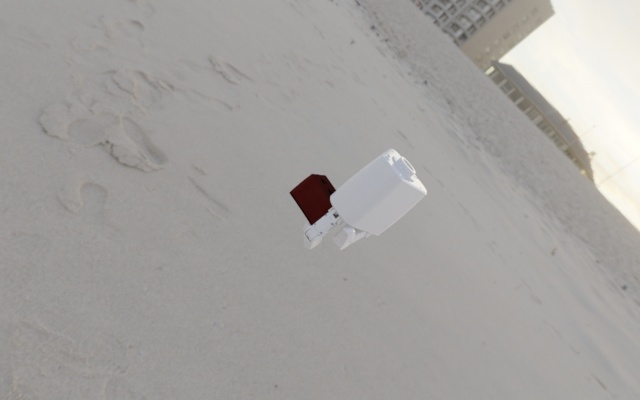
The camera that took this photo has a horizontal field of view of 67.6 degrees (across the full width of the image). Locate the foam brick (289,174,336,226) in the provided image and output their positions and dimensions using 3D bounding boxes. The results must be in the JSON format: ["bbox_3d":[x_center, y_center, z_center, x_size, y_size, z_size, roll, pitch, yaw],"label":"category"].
[{"bbox_3d":[0.000,0.002,0.761,0.051,0.078,0.053,-42,-18,22],"label":"foam brick"}]
